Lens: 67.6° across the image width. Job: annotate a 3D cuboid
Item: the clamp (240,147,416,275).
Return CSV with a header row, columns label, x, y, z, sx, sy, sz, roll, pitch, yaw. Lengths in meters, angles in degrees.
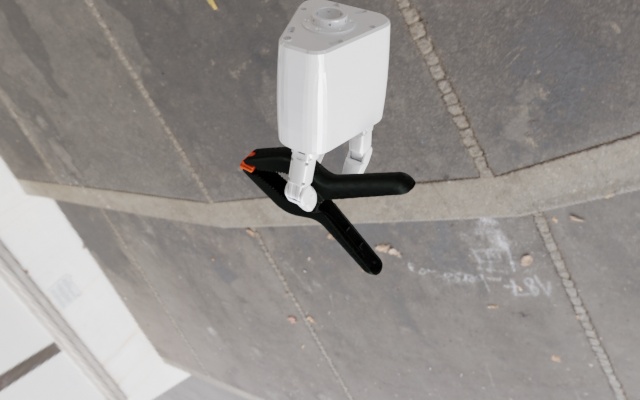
label,x,y,z,sx,sy,sz,roll,pitch,yaw
clamp,-0.001,0.002,0.562,0.210,0.165,0.036,22,47,19
